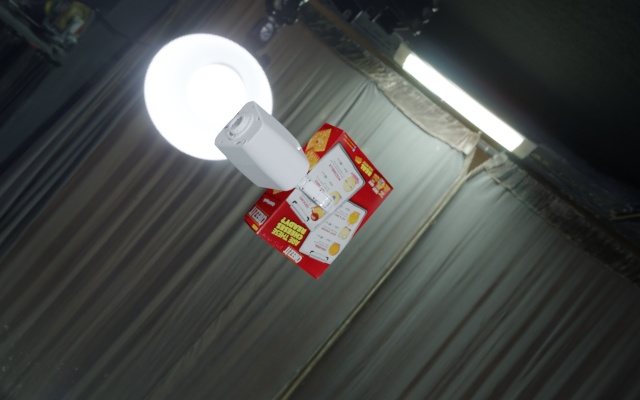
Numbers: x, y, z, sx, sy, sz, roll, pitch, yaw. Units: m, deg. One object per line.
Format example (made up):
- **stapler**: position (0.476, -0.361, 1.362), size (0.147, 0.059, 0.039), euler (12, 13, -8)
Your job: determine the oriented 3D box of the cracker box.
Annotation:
- **cracker box**: position (0.000, 0.003, 0.813), size (0.164, 0.213, 0.072), euler (43, -4, -37)
